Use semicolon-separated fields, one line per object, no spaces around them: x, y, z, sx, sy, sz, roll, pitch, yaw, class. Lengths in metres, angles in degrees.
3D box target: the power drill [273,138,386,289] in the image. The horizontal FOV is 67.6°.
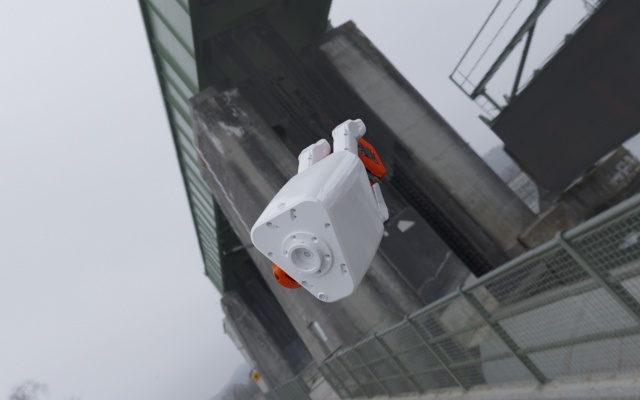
0.000;0.002;0.620;0.057;0.188;0.184;29;19;-18;power drill
